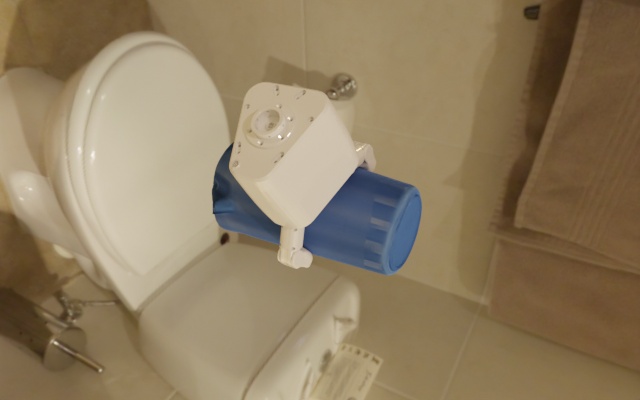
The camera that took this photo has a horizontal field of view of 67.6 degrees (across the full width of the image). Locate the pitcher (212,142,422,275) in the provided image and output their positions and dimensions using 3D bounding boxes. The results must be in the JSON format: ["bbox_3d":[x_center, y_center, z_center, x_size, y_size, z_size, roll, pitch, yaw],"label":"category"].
[{"bbox_3d":[0.000,0.002,0.602,0.243,0.149,0.145,16,-20,25],"label":"pitcher"}]
